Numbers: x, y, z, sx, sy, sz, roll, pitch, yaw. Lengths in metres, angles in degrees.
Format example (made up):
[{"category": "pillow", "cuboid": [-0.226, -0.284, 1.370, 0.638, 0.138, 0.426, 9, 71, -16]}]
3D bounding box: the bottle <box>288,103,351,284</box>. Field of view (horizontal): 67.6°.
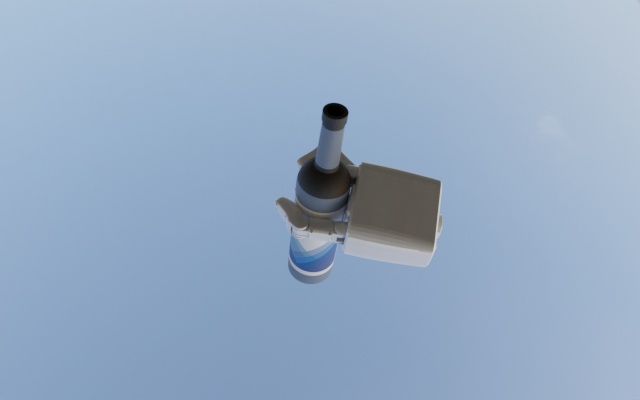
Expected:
[{"category": "bottle", "cuboid": [0.000, 0.002, 0.605, 0.069, 0.069, 0.296, 0, -40, -8]}]
